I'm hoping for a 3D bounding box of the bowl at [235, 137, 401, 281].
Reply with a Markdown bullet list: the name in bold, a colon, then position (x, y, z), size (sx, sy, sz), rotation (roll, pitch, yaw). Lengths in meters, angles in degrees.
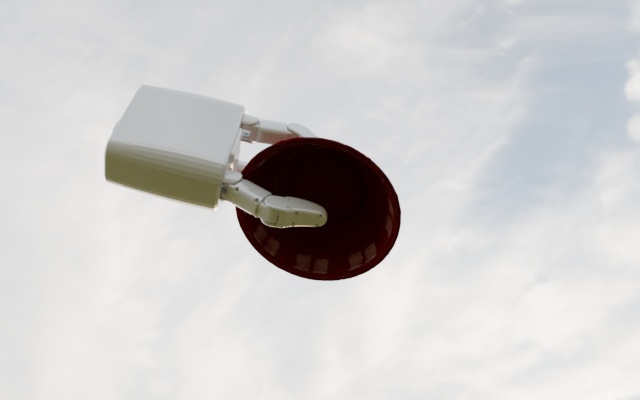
- **bowl**: position (0.001, 0.002, 0.476), size (0.162, 0.162, 0.055), rotation (0, 31, 13)
